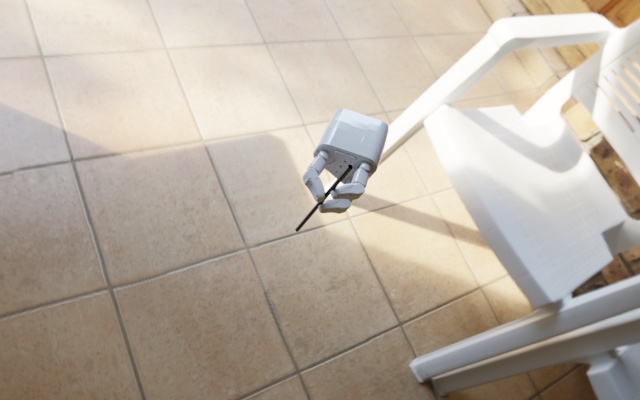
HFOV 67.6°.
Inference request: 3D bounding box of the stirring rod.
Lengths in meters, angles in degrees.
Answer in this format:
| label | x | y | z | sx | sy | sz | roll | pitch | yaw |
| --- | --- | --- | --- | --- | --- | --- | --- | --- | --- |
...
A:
| label | x | y | z | sx | sy | sz | roll | pitch | yaw |
| --- | --- | --- | --- | --- | --- | --- | --- | --- | --- |
| stirring rod | 0.000 | 0.003 | 0.821 | 0.011 | 0.011 | 0.240 | 0 | -27 | -25 |
